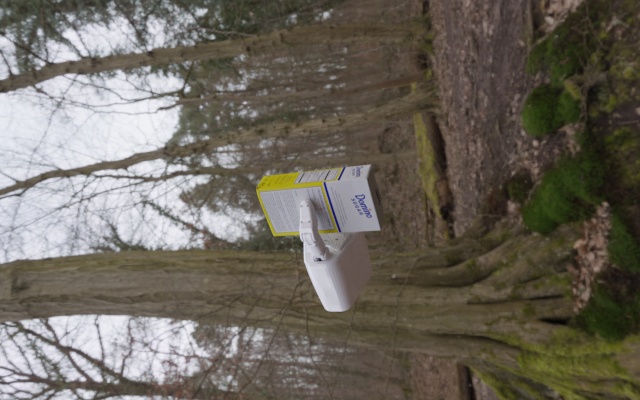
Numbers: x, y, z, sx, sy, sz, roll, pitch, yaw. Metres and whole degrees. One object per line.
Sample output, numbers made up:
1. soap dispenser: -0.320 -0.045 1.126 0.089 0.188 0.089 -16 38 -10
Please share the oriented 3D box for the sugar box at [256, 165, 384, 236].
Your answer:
1. sugar box: 0.000 0.002 0.712 0.176 0.093 0.048 -5 33 20
